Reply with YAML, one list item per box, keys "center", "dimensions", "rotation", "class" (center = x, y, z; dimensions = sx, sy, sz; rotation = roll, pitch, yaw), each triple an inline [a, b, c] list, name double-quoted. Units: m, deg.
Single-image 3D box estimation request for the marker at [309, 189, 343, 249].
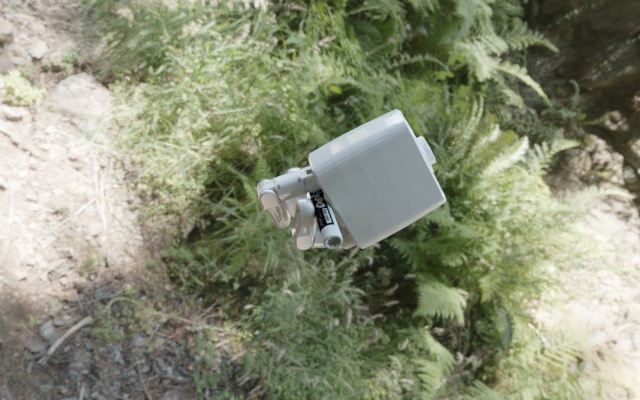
- center: [0.000, 0.002, 0.497]
  dimensions: [0.020, 0.020, 0.121]
  rotation: [0, 39, -15]
  class: "marker"
